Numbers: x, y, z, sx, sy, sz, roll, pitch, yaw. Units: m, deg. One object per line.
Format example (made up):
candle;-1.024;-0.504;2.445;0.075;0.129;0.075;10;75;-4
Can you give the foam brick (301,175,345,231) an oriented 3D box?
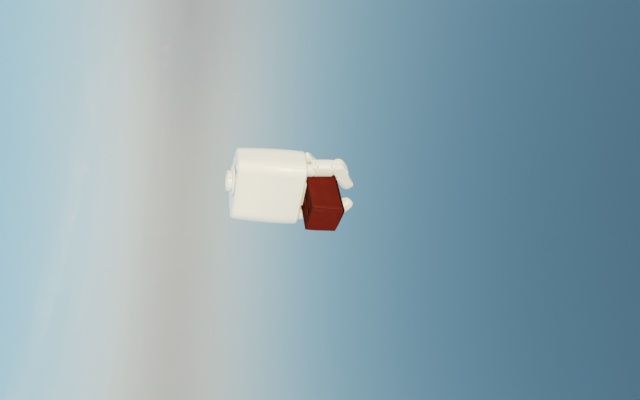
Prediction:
foam brick;0.000;0.003;0.748;0.051;0.078;0.053;4;-44;-18
